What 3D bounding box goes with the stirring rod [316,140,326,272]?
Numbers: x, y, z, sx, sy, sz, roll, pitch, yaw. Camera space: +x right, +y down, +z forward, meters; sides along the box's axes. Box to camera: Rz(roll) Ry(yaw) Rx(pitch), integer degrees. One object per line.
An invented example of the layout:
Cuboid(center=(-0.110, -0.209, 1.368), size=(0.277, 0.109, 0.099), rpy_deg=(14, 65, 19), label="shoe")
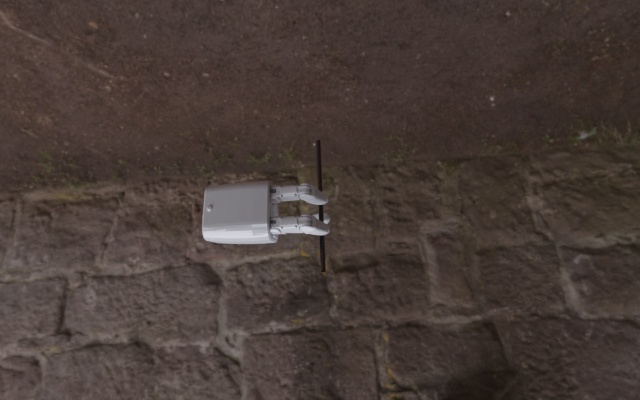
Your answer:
Cuboid(center=(0.000, 0.003, 0.801), size=(0.011, 0.239, 0.011), rpy_deg=(-2, -25, -1), label="stirring rod")
